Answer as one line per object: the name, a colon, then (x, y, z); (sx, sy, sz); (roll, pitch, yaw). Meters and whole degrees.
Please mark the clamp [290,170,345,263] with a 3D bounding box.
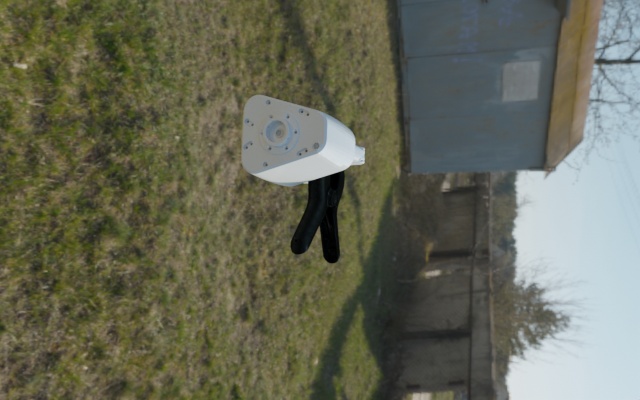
clamp: (0.001, 0.002, 0.649); (0.039, 0.171, 0.120); (1, -3, 20)
